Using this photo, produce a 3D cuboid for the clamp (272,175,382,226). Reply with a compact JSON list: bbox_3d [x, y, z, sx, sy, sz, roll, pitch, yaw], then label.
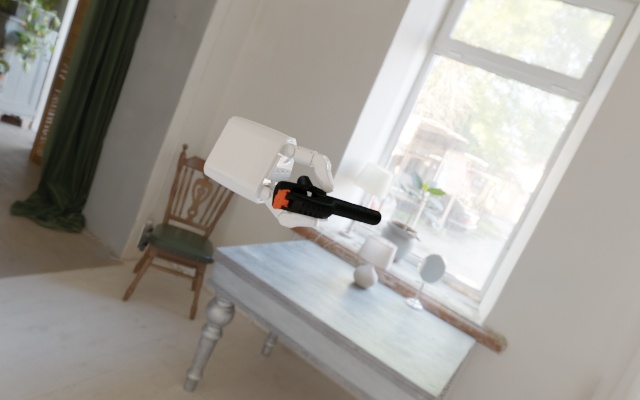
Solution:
[{"bbox_3d":[0.000,0.002,0.721,0.164,0.036,0.210,25,11,18],"label":"clamp"}]
